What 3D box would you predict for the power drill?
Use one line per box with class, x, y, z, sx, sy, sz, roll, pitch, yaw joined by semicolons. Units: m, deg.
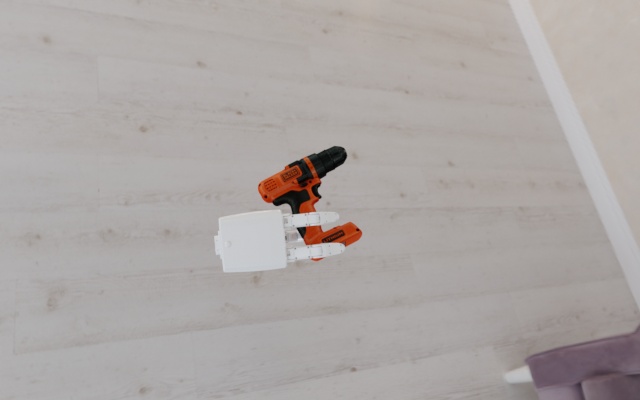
power drill;0.000;0.003;0.885;0.184;0.187;0.057;-28;-21;-6
